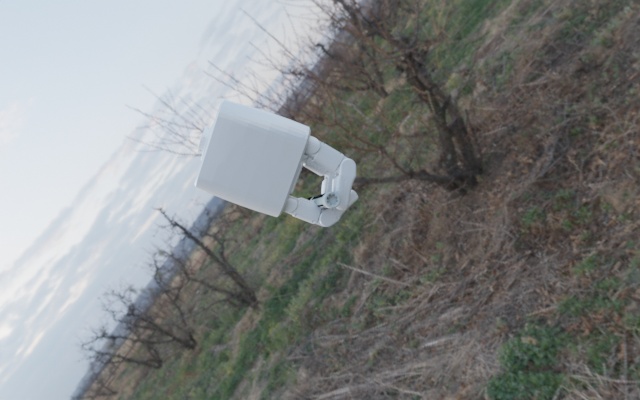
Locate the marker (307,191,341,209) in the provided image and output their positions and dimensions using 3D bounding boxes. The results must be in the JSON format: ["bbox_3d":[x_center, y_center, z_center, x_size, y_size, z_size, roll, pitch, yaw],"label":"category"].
[{"bbox_3d":[0.000,0.002,0.590,0.020,0.020,0.121,0,-2,-13],"label":"marker"}]
